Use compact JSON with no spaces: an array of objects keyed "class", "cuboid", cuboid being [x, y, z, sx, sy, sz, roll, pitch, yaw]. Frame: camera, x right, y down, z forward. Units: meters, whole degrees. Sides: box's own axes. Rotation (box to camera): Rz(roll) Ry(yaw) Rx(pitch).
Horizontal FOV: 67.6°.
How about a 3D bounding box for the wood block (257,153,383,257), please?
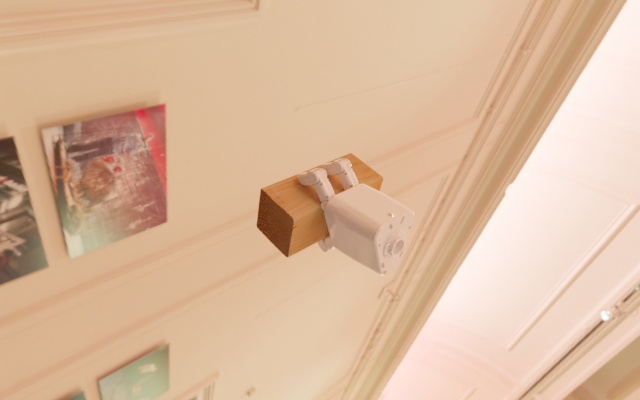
[{"class":"wood block","cuboid":[0.000,0.003,0.831,0.206,0.091,0.090,-24,51,-36]}]
